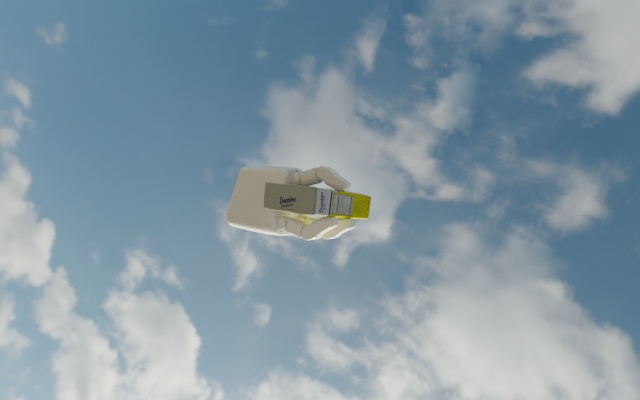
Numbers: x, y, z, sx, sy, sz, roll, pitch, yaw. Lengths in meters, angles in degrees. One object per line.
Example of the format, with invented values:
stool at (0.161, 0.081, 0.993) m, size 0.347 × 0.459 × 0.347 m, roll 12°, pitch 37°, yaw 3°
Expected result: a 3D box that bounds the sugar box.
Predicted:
sugar box at (0.000, 0.003, 0.748) m, size 0.093 × 0.048 × 0.176 m, roll 6°, pitch 2°, yaw 32°
